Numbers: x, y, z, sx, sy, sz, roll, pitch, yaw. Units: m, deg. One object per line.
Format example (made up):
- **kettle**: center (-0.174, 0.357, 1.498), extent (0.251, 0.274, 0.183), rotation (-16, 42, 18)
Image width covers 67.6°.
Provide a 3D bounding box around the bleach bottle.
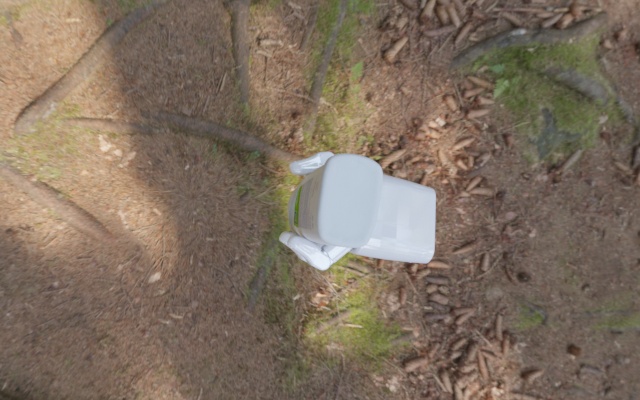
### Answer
- **bleach bottle**: center (0.000, 0.002, 0.616), extent (0.068, 0.102, 0.251), rotation (10, -2, -14)
